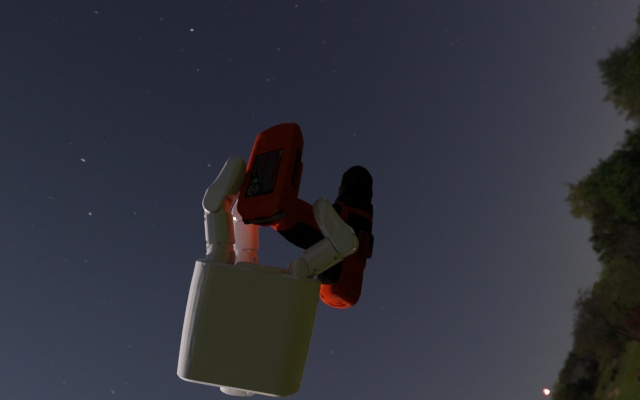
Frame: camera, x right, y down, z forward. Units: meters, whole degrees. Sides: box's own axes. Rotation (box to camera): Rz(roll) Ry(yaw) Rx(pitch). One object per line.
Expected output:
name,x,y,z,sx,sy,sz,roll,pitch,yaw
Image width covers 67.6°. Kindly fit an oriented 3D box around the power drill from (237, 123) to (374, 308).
power drill,0.000,0.002,0.520,0.057,0.184,0.188,-13,-38,32
